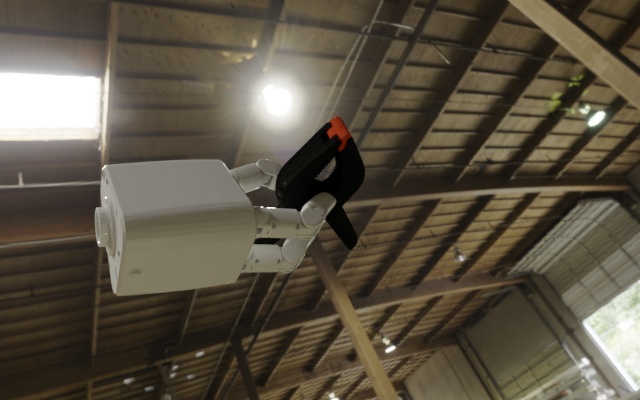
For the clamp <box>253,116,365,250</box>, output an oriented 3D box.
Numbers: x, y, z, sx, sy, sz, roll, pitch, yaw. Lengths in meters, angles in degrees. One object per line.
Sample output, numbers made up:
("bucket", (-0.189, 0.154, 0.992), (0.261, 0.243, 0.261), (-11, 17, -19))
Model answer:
("clamp", (0.000, 0.001, 0.508), (0.164, 0.036, 0.210), (-4, -40, -32))
